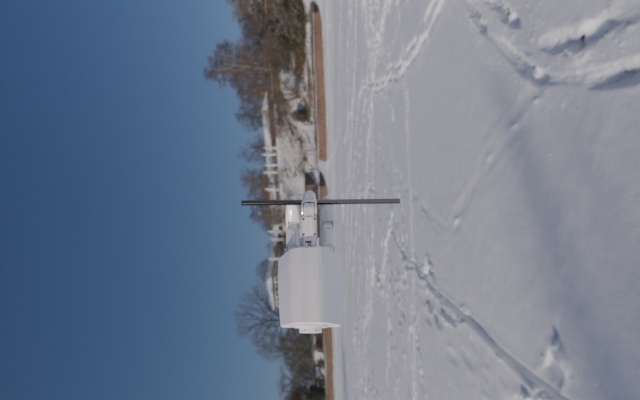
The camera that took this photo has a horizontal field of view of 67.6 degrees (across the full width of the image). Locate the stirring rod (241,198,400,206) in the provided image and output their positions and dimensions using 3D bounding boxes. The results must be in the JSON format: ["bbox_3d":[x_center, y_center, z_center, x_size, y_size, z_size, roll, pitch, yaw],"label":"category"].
[{"bbox_3d":[0.000,0.002,0.726,0.239,0.011,0.011,-1,0,0],"label":"stirring rod"}]
